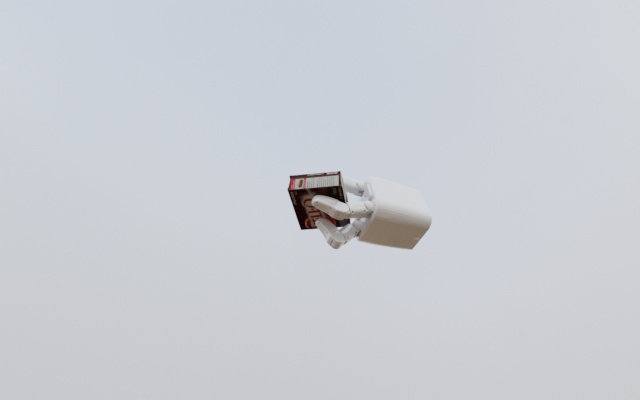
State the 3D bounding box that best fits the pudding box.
[{"bbox_3d":[0.000,0.003,0.807,0.090,0.039,0.114,-6,-42,8],"label":"pudding box"}]
